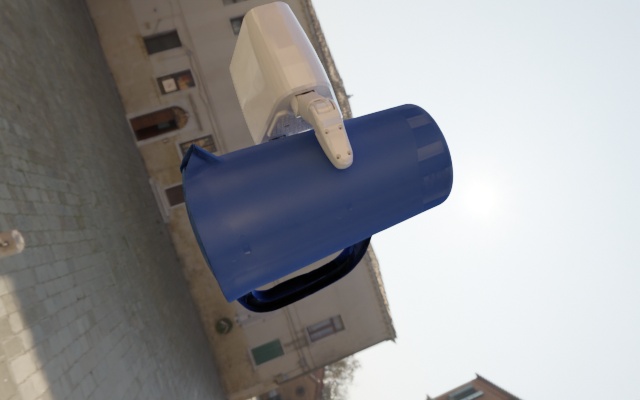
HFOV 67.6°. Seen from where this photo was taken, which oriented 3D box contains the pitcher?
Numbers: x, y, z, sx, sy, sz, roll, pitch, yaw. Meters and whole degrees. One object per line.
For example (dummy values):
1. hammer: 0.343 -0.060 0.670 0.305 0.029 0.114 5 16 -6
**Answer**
1. pitcher: 0.000 0.001 0.464 0.243 0.145 0.149 -20 -18 -11
